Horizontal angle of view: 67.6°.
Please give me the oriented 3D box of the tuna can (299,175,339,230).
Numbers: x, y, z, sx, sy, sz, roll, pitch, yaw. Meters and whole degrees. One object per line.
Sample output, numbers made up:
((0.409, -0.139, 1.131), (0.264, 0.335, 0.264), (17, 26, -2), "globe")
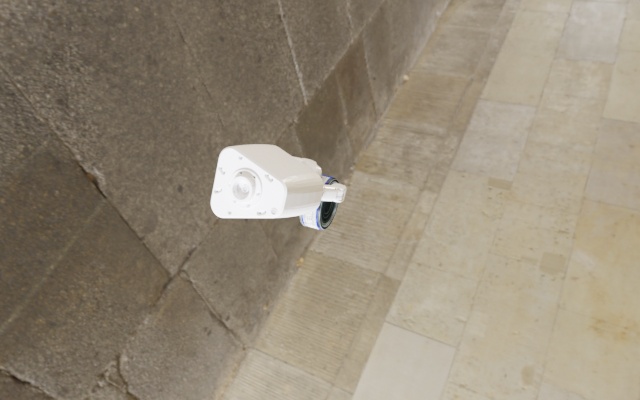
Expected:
((0.001, 0.003, 0.749), (0.034, 0.086, 0.086), (14, 5, 19), "tuna can")
